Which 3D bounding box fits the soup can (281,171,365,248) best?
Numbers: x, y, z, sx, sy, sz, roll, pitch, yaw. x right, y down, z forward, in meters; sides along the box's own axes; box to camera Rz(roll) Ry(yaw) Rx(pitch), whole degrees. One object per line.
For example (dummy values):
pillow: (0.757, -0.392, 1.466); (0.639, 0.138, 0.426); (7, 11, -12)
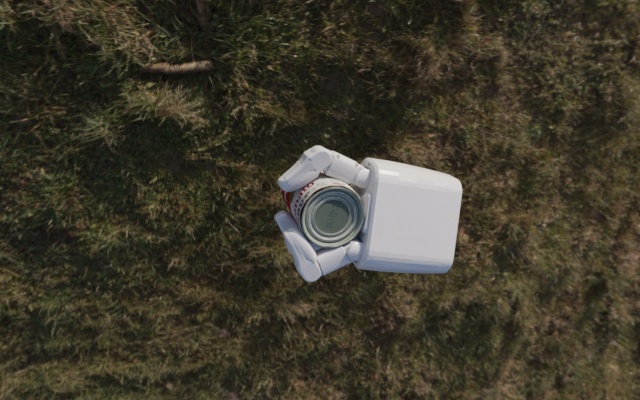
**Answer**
soup can: (0.000, 0.002, 0.513); (0.068, 0.068, 0.102); (0, 19, -15)
